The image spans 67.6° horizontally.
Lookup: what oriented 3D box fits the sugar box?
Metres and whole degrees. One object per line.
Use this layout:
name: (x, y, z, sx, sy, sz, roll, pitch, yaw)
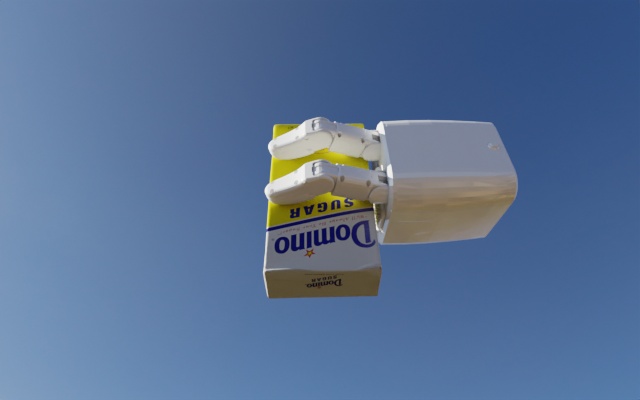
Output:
sugar box: (0.000, 0.001, 0.431, 0.093, 0.176, 0.048, -2, -44, -1)
